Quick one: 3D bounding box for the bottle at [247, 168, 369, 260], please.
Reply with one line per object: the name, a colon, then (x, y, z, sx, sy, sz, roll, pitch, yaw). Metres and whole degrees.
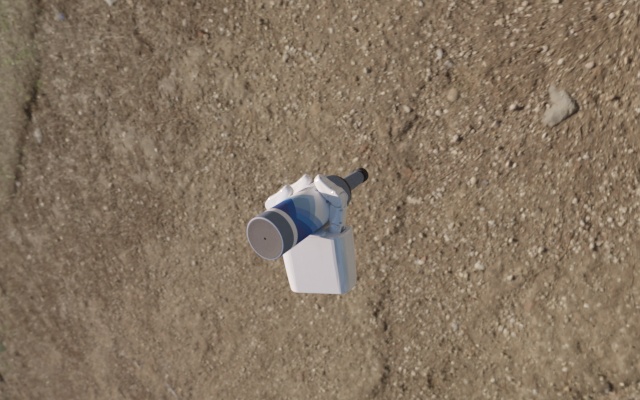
bottle: (0.000, 0.003, 0.782, 0.069, 0.069, 0.295, 0, 20, 35)
